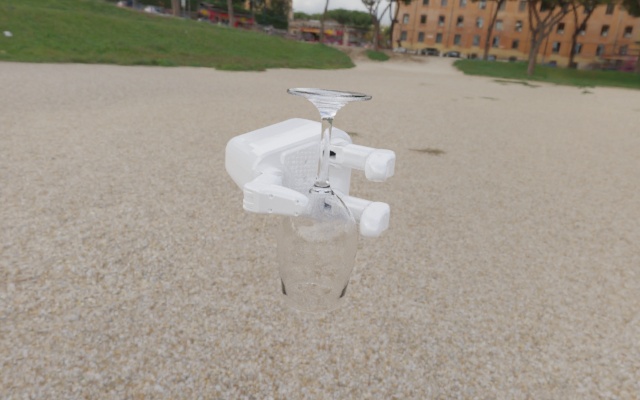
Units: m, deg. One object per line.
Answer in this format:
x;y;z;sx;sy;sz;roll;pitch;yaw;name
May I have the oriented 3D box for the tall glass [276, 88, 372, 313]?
0.000;0.001;0.443;0.079;0.201;0.079;4;18;-1;tall glass
